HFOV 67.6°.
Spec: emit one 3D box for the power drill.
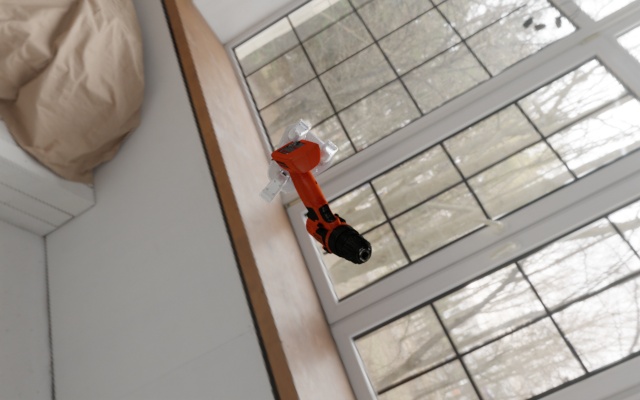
[{"bbox_3d":[0.000,0.002,0.737,0.057,0.188,0.184,-30,23,-17],"label":"power drill"}]
